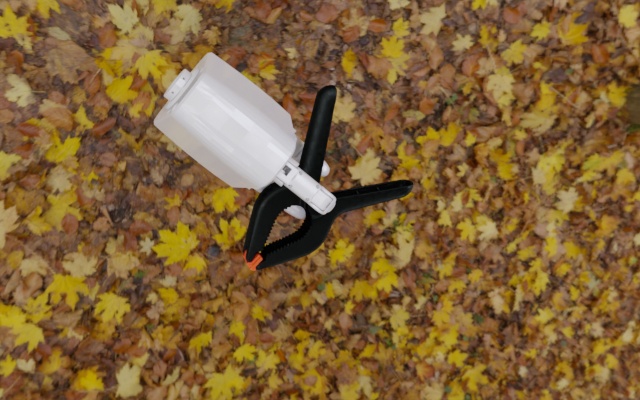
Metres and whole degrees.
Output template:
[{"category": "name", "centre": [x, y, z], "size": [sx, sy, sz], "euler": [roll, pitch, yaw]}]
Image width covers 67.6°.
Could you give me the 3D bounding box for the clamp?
[{"category": "clamp", "centre": [0.000, 0.002, 0.537], "size": [0.164, 0.210, 0.036], "euler": [39, 1, -25]}]
